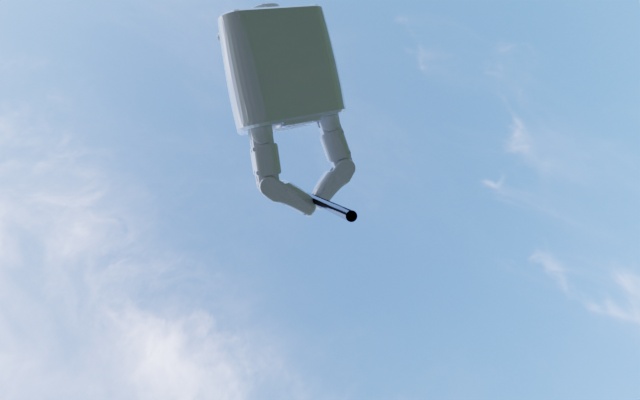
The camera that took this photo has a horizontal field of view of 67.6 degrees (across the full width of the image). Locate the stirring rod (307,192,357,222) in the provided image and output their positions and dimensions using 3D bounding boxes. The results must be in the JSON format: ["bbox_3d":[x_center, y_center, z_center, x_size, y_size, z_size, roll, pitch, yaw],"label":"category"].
[{"bbox_3d":[0.000,0.001,0.434,0.011,0.011,0.239,0,4,-10],"label":"stirring rod"}]
